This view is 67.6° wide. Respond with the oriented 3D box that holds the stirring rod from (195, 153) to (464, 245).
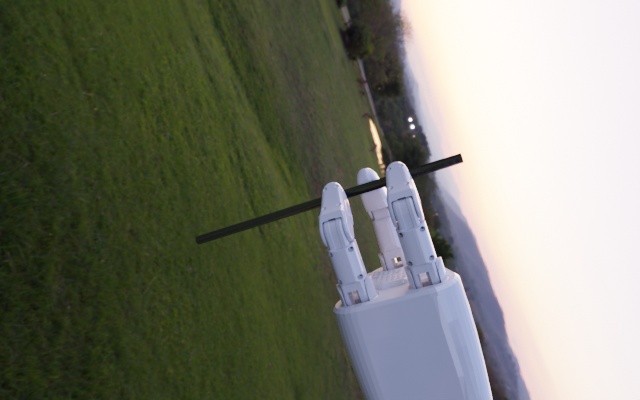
[{"bbox_3d":[0.000,0.001,0.405,0.239,0.011,0.011,-17,-4,14],"label":"stirring rod"}]
